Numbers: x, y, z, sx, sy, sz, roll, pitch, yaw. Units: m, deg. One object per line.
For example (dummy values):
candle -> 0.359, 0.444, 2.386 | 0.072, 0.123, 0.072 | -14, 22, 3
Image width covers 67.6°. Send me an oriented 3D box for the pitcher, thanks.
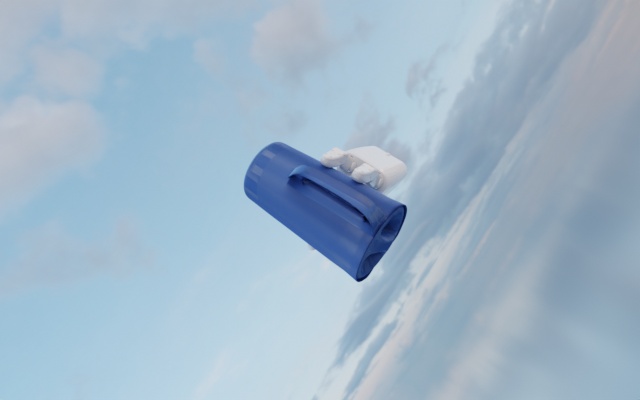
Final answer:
pitcher -> 0.000, 0.002, 0.733 | 0.242, 0.149, 0.145 | 32, 28, 21
